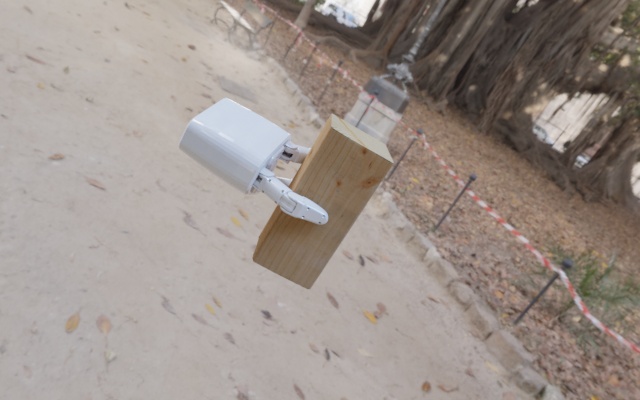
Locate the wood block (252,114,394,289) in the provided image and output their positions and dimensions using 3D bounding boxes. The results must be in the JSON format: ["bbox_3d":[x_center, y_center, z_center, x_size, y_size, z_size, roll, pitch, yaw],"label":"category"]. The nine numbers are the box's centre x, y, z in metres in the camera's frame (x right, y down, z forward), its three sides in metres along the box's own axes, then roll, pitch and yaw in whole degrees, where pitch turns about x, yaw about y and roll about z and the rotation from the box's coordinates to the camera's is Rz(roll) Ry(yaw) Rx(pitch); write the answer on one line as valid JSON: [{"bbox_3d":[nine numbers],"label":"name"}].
[{"bbox_3d":[0.000,0.002,0.639,0.090,0.206,0.090,29,19,-9],"label":"wood block"}]
